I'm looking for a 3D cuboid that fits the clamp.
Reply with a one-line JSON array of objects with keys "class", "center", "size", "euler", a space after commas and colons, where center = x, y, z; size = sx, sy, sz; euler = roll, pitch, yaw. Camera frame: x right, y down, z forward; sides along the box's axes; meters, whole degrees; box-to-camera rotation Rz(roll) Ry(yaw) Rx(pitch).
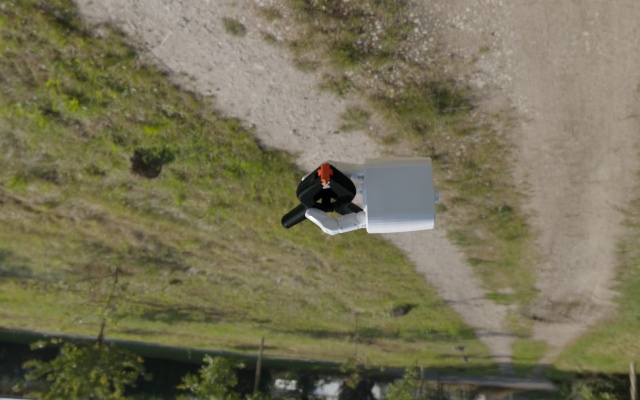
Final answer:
[{"class": "clamp", "center": [0.000, 0.003, 0.786], "size": [0.164, 0.036, 0.210], "euler": [-5, -25, 7]}]
